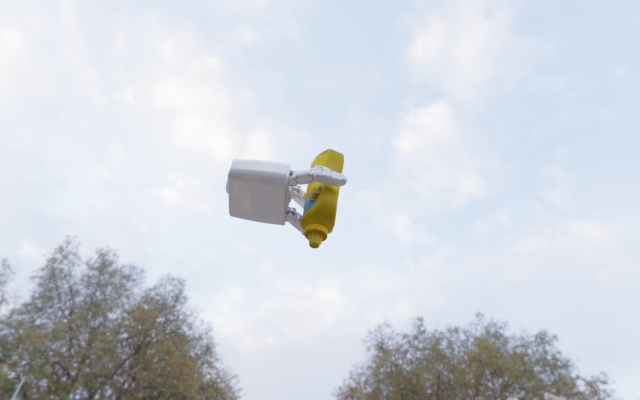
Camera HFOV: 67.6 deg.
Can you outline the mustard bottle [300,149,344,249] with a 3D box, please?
[{"bbox_3d":[0.000,0.003,0.861,0.058,0.191,0.096,23,-41,-16],"label":"mustard bottle"}]
